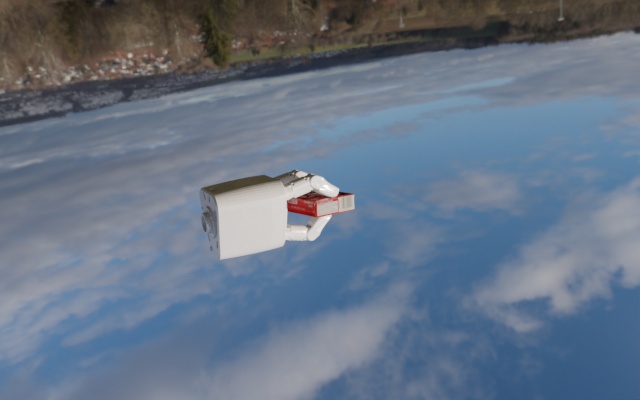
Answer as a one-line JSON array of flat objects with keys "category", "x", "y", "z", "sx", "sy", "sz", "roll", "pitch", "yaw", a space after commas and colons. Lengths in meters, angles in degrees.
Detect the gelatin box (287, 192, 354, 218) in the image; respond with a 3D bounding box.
[{"category": "gelatin box", "x": 0.000, "y": 0.003, "z": 0.786, "sx": 0.089, "sy": 0.030, "sz": 0.073, "roll": -10, "pitch": 14, "yaw": -41}]
